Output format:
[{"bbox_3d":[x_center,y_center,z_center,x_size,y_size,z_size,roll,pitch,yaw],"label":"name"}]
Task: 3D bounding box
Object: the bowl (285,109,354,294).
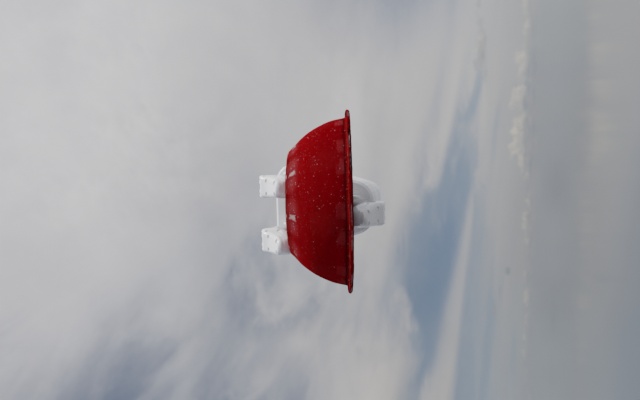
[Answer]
[{"bbox_3d":[0.000,0.001,0.425,0.055,0.162,0.162,-1,0,1],"label":"bowl"}]
